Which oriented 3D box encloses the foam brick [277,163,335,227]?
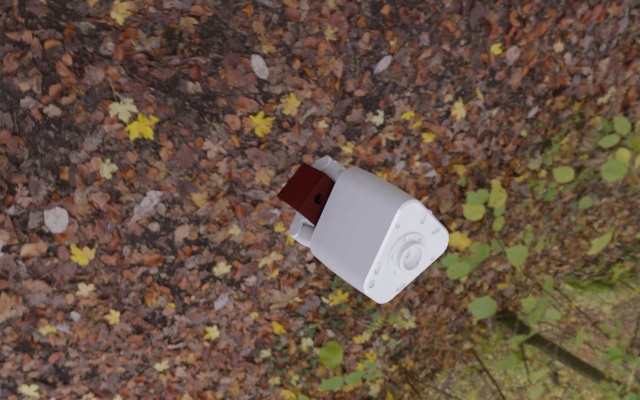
[{"bbox_3d":[0.000,0.002,0.567,0.078,0.053,0.051,40,-5,-37],"label":"foam brick"}]
